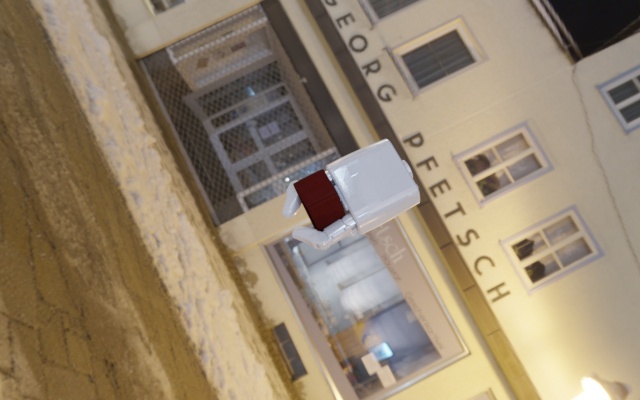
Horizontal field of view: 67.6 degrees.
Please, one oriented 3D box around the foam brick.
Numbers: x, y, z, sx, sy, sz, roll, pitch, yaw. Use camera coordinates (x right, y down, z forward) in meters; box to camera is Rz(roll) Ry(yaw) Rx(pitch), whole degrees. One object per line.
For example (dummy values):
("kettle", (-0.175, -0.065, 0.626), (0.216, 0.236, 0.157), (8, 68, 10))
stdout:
("foam brick", (0.000, 0.002, 0.706), (0.051, 0.053, 0.078), (-27, -35, -2))
